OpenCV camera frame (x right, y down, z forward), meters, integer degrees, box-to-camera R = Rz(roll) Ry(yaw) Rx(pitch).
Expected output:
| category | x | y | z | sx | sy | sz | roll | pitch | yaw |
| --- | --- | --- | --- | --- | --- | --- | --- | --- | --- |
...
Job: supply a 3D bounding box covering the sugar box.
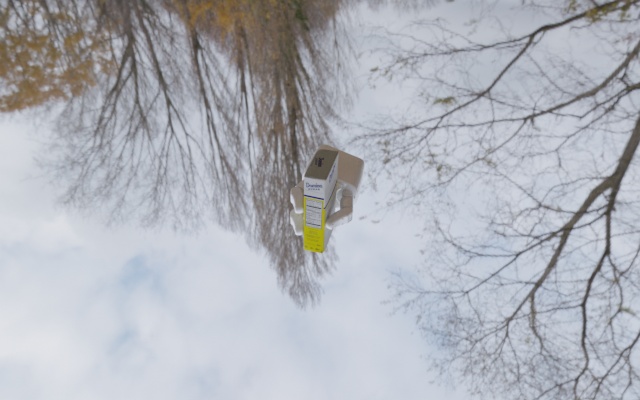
| category | x | y | z | sx | sy | sz | roll | pitch | yaw |
| --- | --- | --- | --- | --- | --- | --- | --- | --- | --- |
| sugar box | 0.000 | 0.003 | 0.879 | 0.048 | 0.176 | 0.093 | 9 | 39 | 13 |
